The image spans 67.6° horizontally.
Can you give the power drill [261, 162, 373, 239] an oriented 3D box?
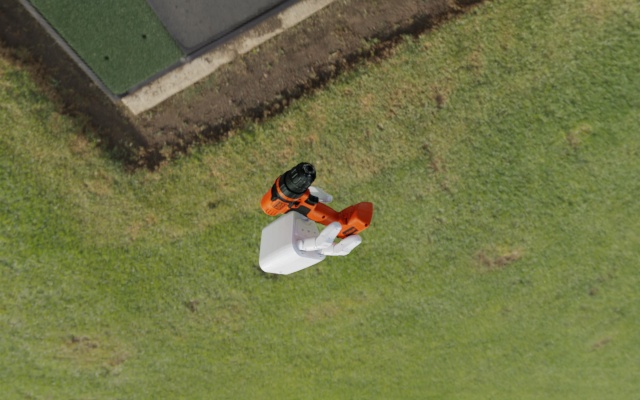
[{"bbox_3d":[0.000,0.003,0.882,0.188,0.057,0.184,24,-28,-19],"label":"power drill"}]
